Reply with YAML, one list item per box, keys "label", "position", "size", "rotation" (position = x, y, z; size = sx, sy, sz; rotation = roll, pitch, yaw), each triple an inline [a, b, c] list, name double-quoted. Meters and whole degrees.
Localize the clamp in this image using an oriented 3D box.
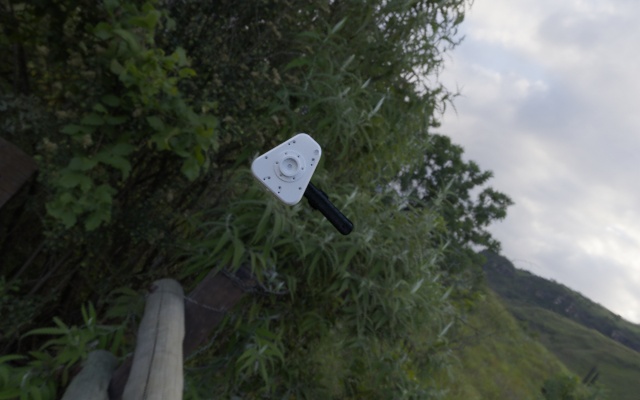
- label: "clamp"
  position: [0.000, 0.002, 0.869]
  size: [0.171, 0.039, 0.120]
  rotation: [42, -3, -5]
